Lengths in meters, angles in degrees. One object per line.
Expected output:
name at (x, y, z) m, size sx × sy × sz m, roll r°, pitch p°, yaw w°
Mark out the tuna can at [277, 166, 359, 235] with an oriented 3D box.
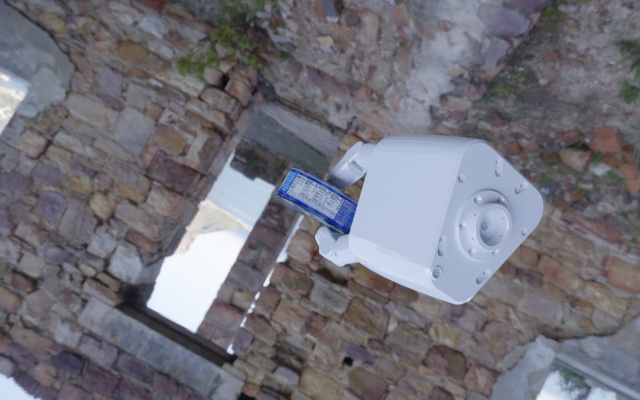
tuna can at (0.000, 0.002, 0.478) m, size 0.086 × 0.034 × 0.086 m, roll 30°, pitch -4°, yaw 2°
